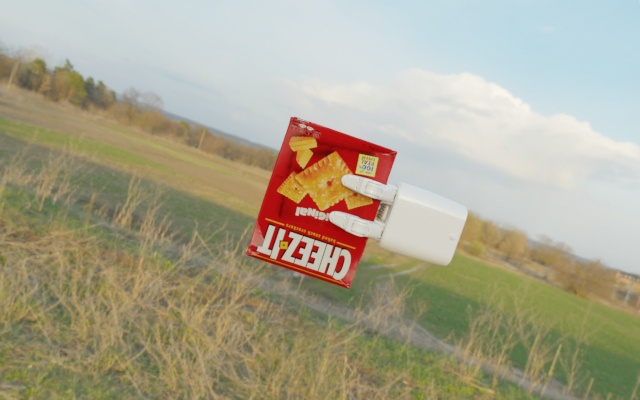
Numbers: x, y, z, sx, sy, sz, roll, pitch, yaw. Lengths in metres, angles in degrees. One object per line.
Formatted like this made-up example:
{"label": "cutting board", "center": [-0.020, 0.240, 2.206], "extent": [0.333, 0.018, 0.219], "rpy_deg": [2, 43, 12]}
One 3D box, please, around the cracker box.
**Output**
{"label": "cracker box", "center": [0.000, 0.002, 0.710], "extent": [0.164, 0.214, 0.072], "rpy_deg": [19, 4, -2]}
